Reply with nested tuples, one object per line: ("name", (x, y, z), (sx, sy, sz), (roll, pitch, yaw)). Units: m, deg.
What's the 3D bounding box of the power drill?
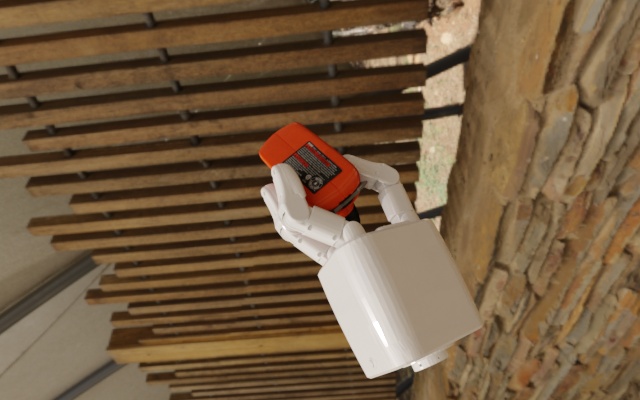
("power drill", (0.000, 0.002, 0.520), (0.184, 0.057, 0.188), (41, -12, 32))
